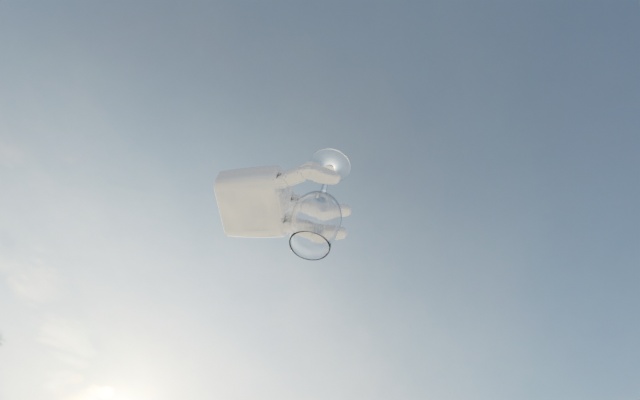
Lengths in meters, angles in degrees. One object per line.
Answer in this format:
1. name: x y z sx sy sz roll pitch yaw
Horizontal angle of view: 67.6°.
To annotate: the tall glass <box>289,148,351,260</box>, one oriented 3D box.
1. tall glass: 0.000 0.002 0.768 0.079 0.079 0.201 0 40 12
